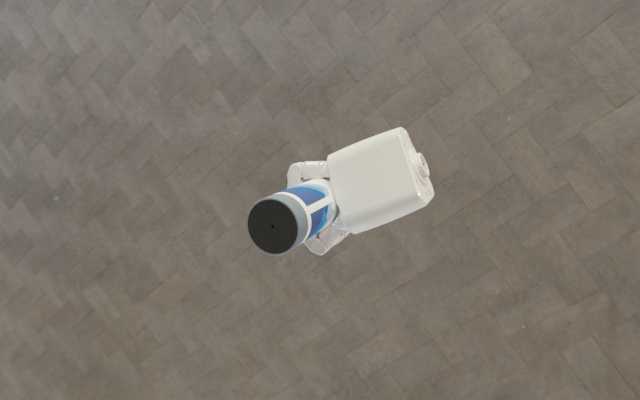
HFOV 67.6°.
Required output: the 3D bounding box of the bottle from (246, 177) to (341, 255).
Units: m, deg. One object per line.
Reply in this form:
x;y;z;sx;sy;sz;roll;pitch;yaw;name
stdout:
0.000;0.002;0.662;0.069;0.069;0.295;0;11;22;bottle
